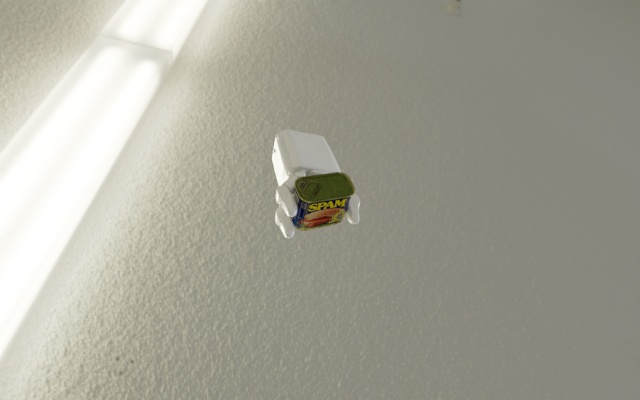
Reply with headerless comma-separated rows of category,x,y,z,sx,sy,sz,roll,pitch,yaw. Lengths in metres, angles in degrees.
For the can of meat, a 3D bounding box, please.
can of meat,0.000,0.003,0.834,0.102,0.057,0.084,-9,-37,-21
